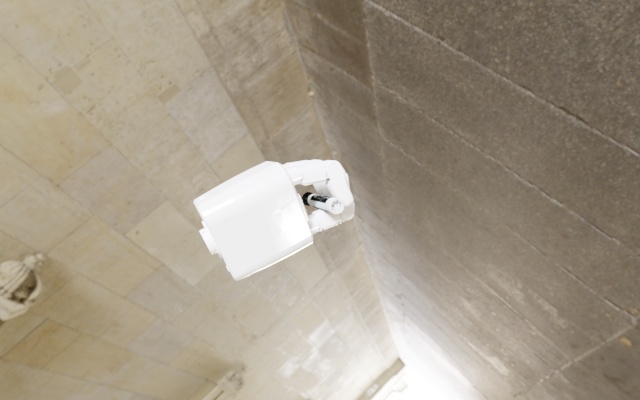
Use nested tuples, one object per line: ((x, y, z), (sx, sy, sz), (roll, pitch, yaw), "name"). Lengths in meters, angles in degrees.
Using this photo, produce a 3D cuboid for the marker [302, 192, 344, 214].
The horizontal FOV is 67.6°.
((0.000, 0.002, 0.605), (0.020, 0.020, 0.121), (0, 5, -18), "marker")
